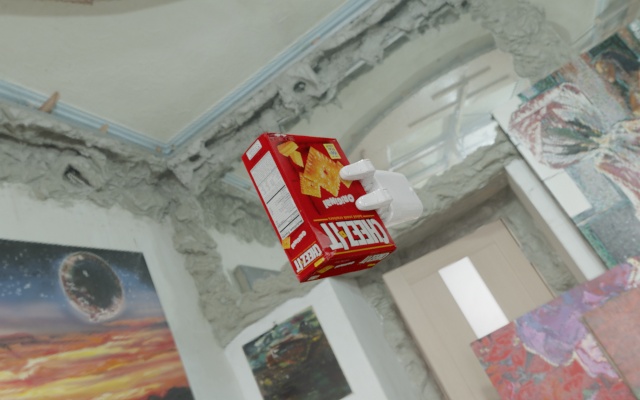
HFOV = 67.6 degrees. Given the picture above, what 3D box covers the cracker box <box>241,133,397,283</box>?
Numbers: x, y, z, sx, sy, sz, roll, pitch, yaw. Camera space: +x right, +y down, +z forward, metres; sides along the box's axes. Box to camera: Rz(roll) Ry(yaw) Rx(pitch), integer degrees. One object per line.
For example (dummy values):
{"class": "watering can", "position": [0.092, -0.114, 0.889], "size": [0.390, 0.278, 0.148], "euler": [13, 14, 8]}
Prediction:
{"class": "cracker box", "position": [0.000, 0.002, 0.710], "size": [0.164, 0.213, 0.072], "euler": [-2, -33, -48]}
